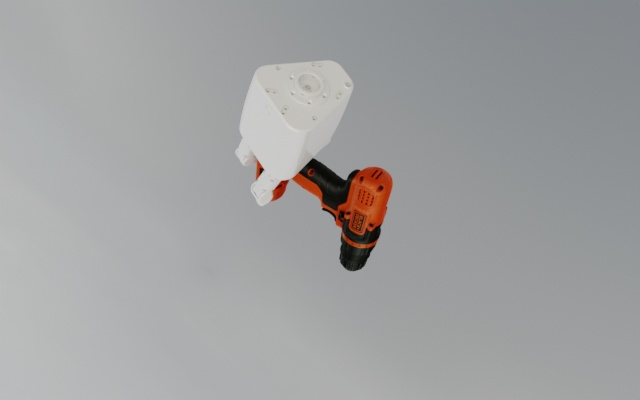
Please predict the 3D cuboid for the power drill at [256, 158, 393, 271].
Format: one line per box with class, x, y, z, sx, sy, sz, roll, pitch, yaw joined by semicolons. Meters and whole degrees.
power drill;0.000;0.002;0.660;0.187;0.185;0.057;27;45;15
